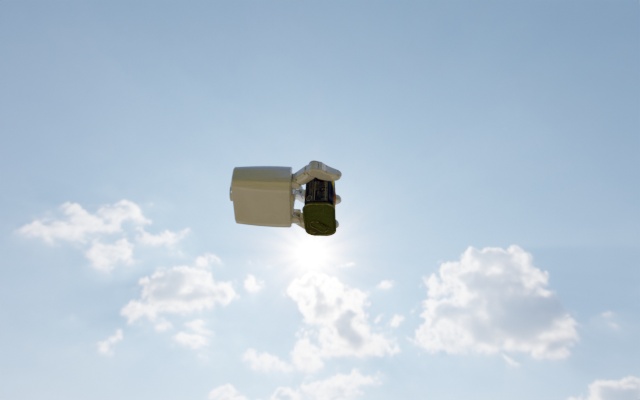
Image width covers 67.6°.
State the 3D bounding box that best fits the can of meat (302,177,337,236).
[{"bbox_3d":[0.000,0.002,0.858,0.057,0.084,0.102,0,-36,4],"label":"can of meat"}]
